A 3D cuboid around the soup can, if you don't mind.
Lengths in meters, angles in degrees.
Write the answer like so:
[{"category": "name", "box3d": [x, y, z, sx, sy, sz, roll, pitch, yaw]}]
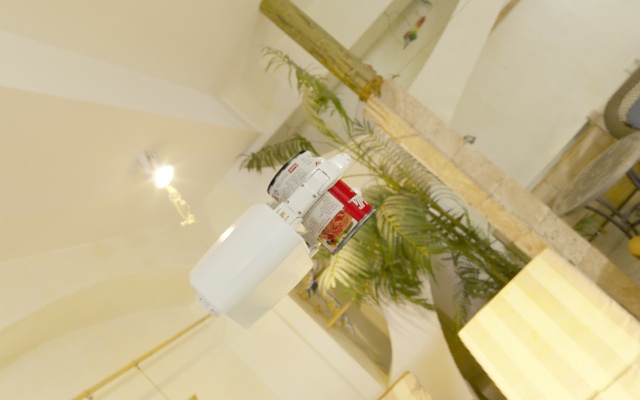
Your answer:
[{"category": "soup can", "box3d": [0.000, 0.001, 0.523, 0.102, 0.068, 0.068, 42, 7, 8]}]
